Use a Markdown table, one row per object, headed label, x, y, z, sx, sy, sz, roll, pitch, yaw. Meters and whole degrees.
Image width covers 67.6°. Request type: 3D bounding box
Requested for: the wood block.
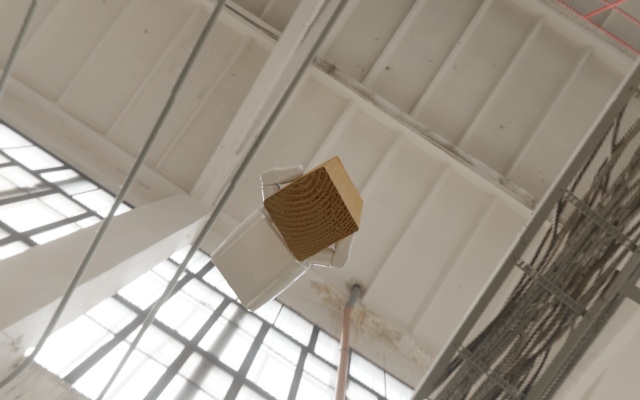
| label | x | y | z | sx | sy | sz | roll | pitch | yaw |
| --- | --- | --- | --- | --- | --- | --- | --- | --- | --- |
| wood block | 0.000 | 0.002 | 0.674 | 0.090 | 0.091 | 0.206 | -30 | 5 | 10 |
